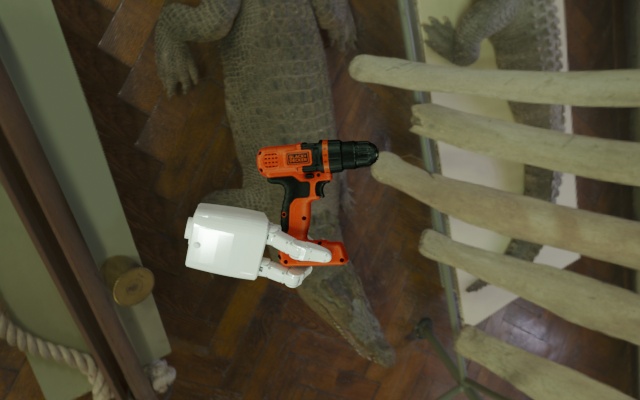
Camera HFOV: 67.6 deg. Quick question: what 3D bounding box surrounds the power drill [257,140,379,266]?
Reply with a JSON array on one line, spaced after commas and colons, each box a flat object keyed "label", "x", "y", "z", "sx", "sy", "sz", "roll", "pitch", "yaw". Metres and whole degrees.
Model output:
[{"label": "power drill", "x": 0.000, "y": 0.003, "z": 0.723, "sx": 0.184, "sy": 0.187, "sz": 0.057, "roll": -3, "pitch": 0, "yaw": 8}]
